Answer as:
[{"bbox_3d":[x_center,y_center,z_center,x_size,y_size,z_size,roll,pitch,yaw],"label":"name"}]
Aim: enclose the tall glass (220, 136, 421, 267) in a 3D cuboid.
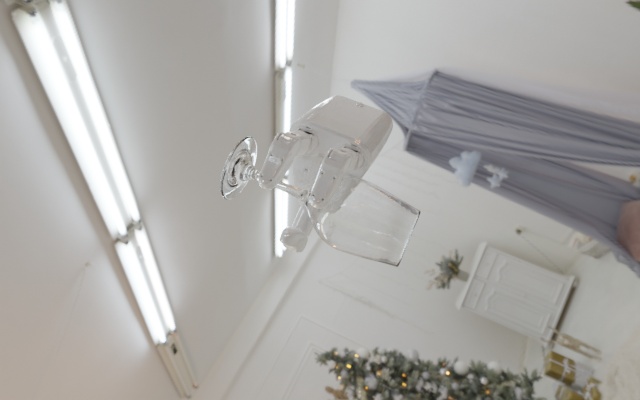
[{"bbox_3d":[-0.001,0.002,0.504,0.201,0.079,0.079,23,5,13],"label":"tall glass"}]
